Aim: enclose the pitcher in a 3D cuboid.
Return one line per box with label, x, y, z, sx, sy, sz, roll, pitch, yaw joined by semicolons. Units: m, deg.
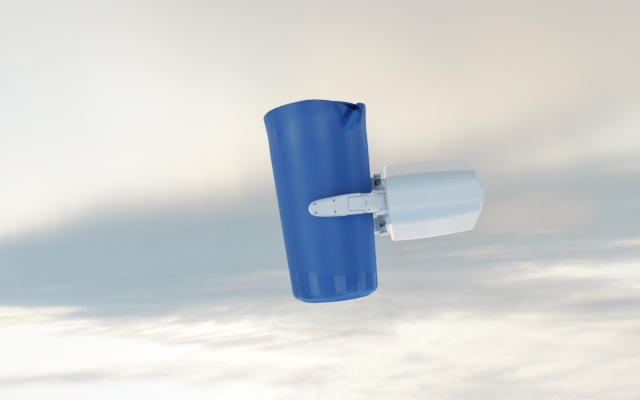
pitcher;0.000;0.002;0.615;0.145;0.243;0.149;-7;-4;8
